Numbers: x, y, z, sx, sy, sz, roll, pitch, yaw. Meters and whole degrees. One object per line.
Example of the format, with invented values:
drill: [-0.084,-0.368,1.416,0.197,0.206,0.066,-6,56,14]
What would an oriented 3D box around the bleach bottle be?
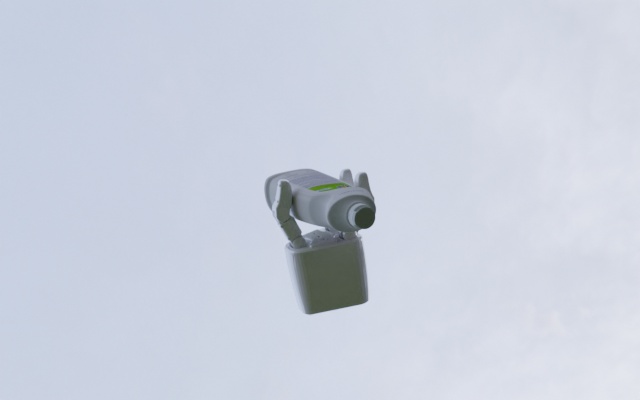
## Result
bleach bottle: [0.000,0.002,0.693,0.102,0.068,0.251,-14,15,-19]
